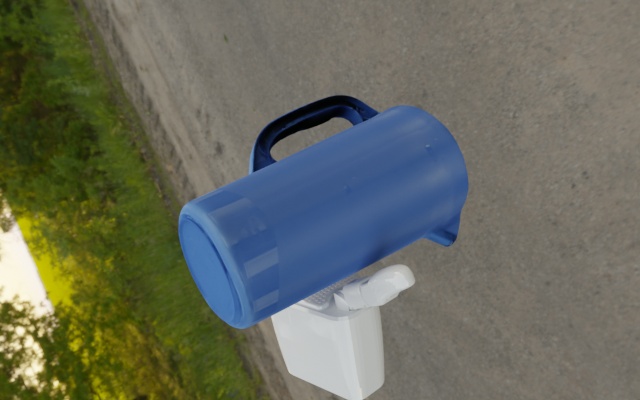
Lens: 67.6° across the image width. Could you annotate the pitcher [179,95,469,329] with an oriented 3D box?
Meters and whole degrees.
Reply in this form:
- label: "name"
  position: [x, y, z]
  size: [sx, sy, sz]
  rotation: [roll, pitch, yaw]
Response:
- label: "pitcher"
  position: [0.000, 0.002, 0.430]
  size: [0.243, 0.145, 0.149]
  rotation: [-25, 29, -31]
